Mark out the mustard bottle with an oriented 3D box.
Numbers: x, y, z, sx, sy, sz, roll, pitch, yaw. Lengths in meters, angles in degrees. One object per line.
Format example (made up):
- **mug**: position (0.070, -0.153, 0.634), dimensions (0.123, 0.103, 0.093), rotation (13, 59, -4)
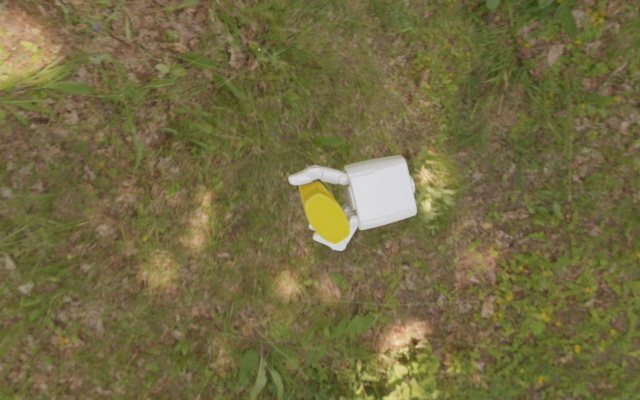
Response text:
- **mustard bottle**: position (0.000, 0.003, 0.859), dimensions (0.058, 0.096, 0.191), rotation (-36, 18, 5)
